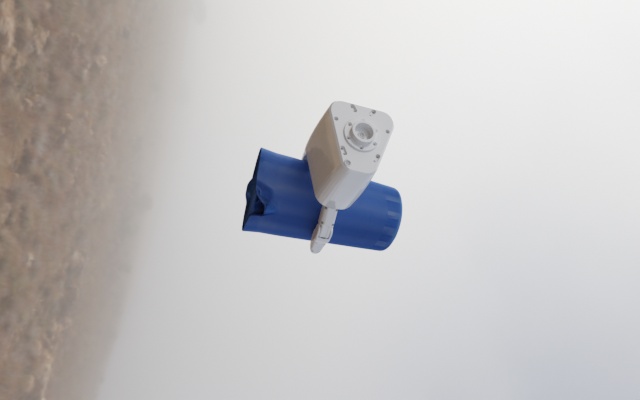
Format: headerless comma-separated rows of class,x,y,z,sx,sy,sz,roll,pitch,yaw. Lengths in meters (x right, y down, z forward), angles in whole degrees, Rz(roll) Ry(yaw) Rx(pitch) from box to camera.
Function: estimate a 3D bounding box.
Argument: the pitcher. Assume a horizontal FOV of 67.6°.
pitcher,0.000,0.003,0.775,0.243,0.149,0.145,13,-29,-12
